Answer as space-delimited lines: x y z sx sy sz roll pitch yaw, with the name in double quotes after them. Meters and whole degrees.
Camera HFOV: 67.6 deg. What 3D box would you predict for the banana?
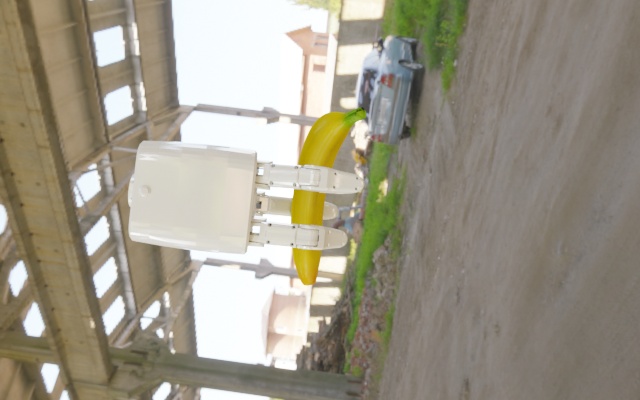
-0.005 -0.009 0.497 0.037 0.198 0.069 5 23 -23 "banana"
